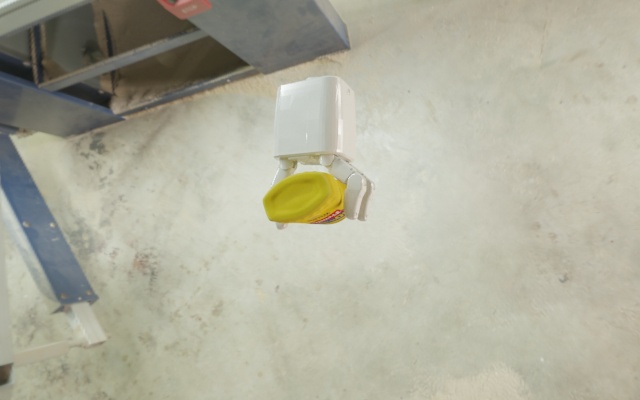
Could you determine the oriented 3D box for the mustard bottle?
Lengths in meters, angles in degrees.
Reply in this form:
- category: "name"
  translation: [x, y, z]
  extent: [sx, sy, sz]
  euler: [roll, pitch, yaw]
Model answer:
- category: "mustard bottle"
  translation: [0.000, 0.003, 0.680]
  extent: [0.096, 0.058, 0.191]
  euler: [-24, -12, 16]
